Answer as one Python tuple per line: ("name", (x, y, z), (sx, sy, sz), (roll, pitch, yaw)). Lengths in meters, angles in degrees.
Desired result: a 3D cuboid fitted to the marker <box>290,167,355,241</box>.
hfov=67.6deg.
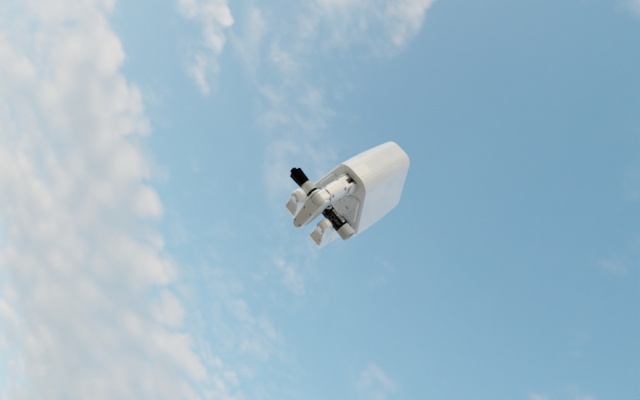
("marker", (0.000, 0.002, 0.631), (0.020, 0.121, 0.020), (-37, -15, -12))
